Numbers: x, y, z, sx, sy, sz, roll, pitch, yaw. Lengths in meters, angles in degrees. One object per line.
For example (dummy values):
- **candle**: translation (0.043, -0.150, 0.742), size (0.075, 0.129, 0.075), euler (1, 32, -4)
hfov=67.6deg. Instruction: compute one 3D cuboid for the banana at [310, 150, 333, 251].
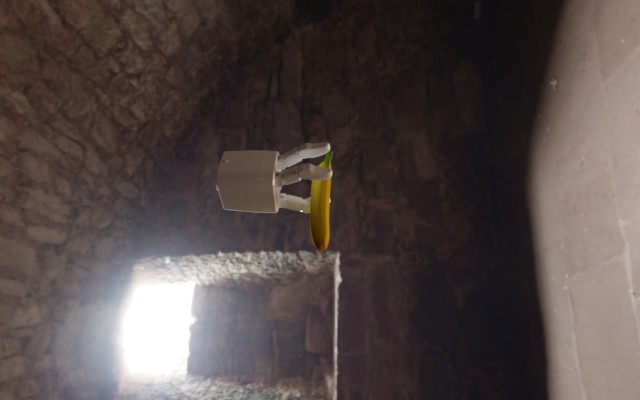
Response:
- **banana**: translation (-0.001, 0.008, 0.872), size (0.037, 0.197, 0.070), euler (3, -26, -1)
